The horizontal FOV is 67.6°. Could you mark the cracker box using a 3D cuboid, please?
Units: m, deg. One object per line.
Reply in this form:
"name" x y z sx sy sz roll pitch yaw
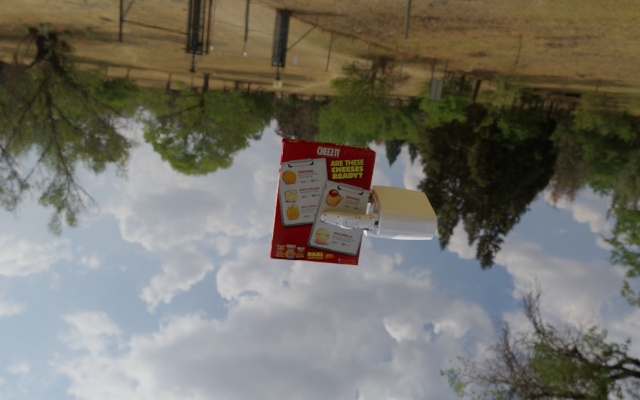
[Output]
"cracker box" 0.000 0.003 0.865 0.164 0.214 0.072 6 14 -8
